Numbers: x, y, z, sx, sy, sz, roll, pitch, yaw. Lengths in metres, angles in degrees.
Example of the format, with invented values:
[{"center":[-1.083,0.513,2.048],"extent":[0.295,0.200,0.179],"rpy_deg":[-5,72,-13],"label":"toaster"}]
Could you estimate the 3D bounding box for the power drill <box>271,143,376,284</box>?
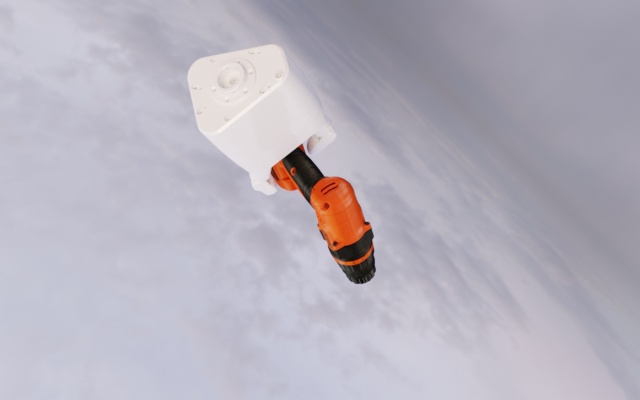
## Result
[{"center":[0.000,0.002,0.590],"extent":[0.057,0.185,0.187],"rpy_deg":[-32,50,-11],"label":"power drill"}]
